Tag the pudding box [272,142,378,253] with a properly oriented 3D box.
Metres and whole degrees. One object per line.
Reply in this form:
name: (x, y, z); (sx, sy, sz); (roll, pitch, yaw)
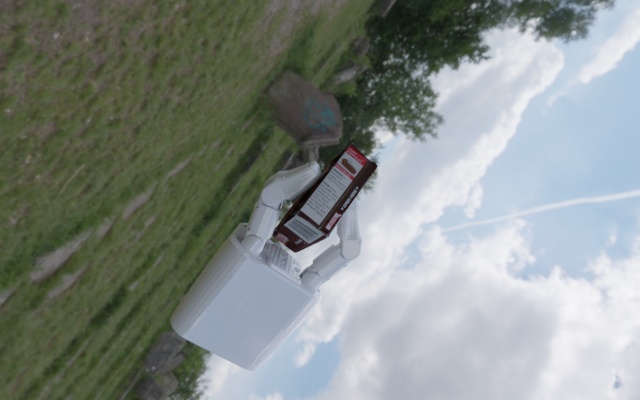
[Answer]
pudding box: (0.000, 0.002, 0.474); (0.039, 0.090, 0.113); (39, -21, -8)
